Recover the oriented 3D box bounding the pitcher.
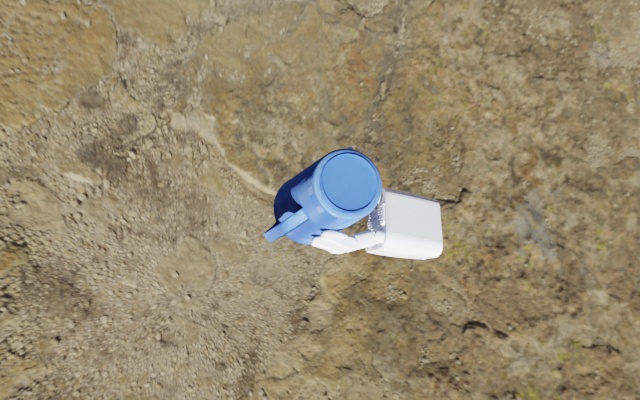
[{"bbox_3d":[0.000,0.003,0.799,0.145,0.149,0.243,13,-14,-14],"label":"pitcher"}]
